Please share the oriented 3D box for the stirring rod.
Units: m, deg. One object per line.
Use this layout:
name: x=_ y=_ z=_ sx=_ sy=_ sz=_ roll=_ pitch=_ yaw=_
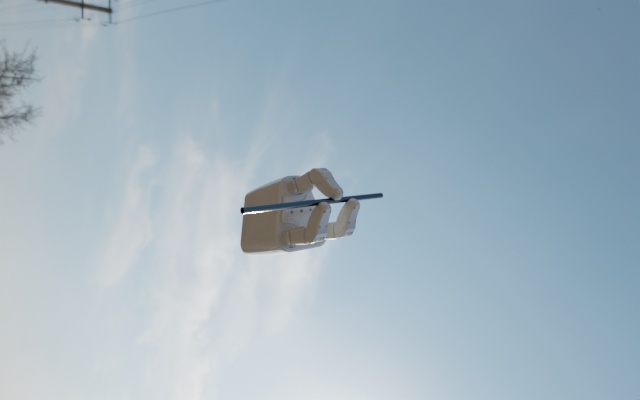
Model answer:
stirring rod: x=0.000 y=0.002 z=0.622 sx=0.239 sy=0.011 sz=0.011 roll=-6 pitch=4 yaw=-42
